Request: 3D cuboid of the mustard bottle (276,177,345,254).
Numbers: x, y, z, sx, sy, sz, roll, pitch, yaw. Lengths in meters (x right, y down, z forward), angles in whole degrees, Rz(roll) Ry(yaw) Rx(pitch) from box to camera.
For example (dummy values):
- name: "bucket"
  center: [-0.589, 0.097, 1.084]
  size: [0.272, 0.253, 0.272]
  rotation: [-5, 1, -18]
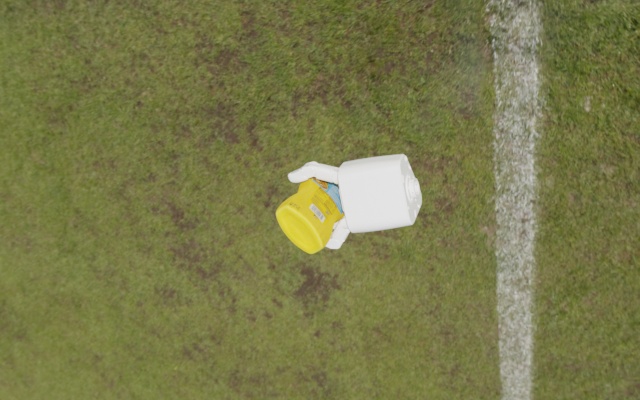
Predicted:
- name: "mustard bottle"
  center: [0.000, 0.003, 0.830]
  size: [0.058, 0.096, 0.191]
  rotation: [-36, 10, 36]
